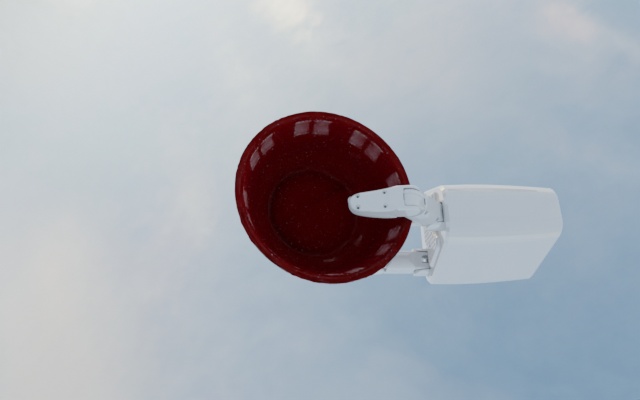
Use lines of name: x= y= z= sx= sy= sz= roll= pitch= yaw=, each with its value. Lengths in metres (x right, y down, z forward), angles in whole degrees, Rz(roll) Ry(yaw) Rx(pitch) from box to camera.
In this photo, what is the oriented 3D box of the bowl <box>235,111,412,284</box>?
bowl: x=-0.001 y=0.001 z=0.440 sx=0.162 sy=0.162 sz=0.055 roll=0 pitch=-20 yaw=-16
